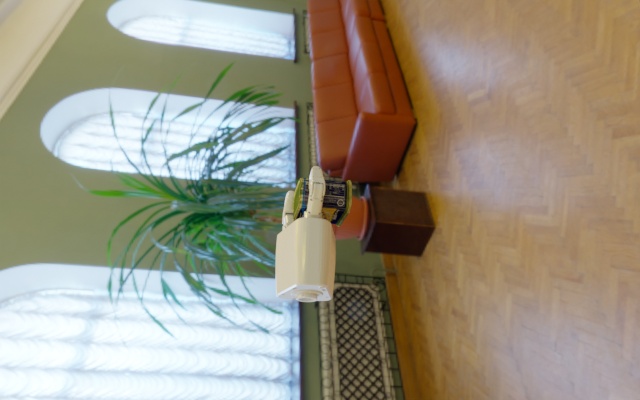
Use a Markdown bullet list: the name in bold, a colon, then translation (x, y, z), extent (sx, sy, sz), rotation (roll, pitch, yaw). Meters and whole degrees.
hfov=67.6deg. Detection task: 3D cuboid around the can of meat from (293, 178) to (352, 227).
- **can of meat**: translation (0.000, 0.002, 0.799), extent (0.084, 0.057, 0.102), rotation (5, -22, -9)
